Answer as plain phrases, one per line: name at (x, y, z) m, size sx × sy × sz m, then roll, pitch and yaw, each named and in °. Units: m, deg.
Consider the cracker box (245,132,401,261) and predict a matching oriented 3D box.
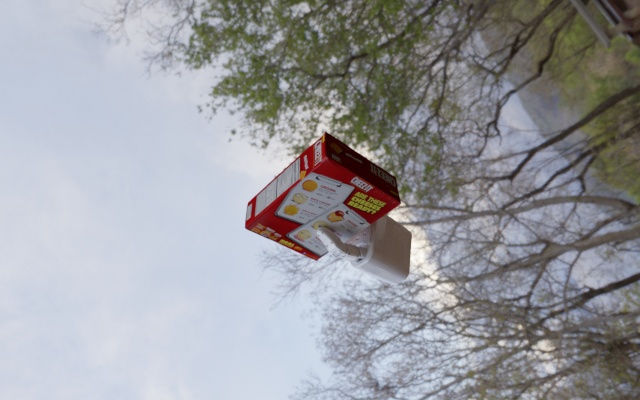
cracker box at (0.000, 0.003, 0.808) m, size 0.164 × 0.072 × 0.214 m, roll 29°, pitch -51°, yaw -31°
